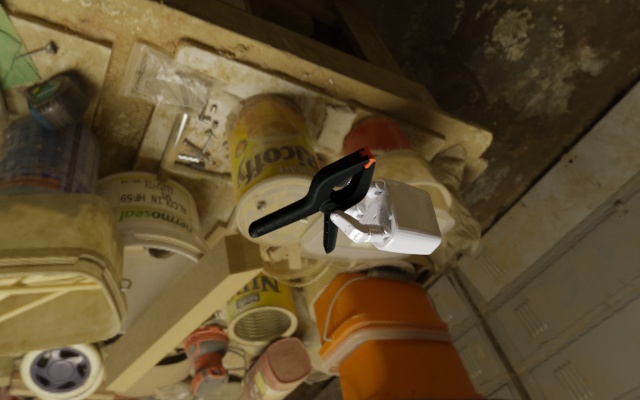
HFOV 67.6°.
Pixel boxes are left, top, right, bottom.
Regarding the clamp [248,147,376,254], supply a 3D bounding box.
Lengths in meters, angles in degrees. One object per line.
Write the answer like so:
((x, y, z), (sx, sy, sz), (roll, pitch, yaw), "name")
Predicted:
((0.001, 0.003, 0.705), (0.164, 0.036, 0.210), (9, -49, -35), "clamp")
